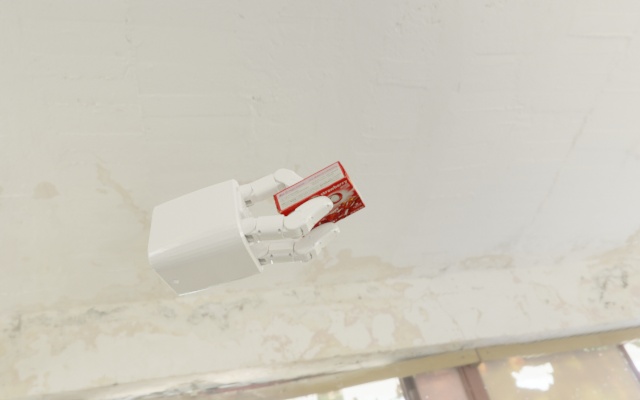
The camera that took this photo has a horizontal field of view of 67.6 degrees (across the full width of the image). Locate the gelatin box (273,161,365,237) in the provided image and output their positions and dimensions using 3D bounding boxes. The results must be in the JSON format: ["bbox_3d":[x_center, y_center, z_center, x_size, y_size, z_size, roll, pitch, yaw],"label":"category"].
[{"bbox_3d":[0.000,0.001,0.562,0.089,0.030,0.073,-28,-36,7],"label":"gelatin box"}]
